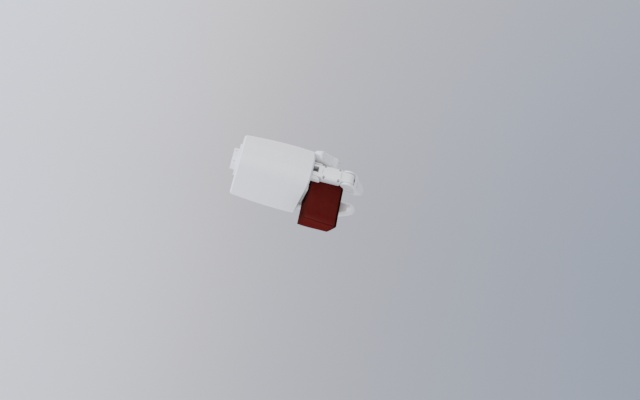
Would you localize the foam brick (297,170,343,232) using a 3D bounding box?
[{"bbox_3d":[0.000,0.003,0.727,0.051,0.078,0.053,15,-17,-11],"label":"foam brick"}]
